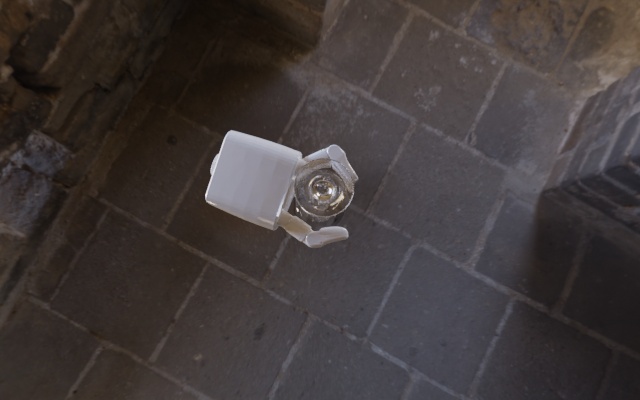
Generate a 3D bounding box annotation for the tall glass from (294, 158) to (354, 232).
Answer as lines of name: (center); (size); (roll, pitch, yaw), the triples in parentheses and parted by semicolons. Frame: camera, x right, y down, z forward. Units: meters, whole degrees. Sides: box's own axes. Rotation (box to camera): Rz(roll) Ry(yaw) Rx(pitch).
tall glass: (0.000, 0.002, 0.679); (0.079, 0.079, 0.201); (0, -11, -2)
